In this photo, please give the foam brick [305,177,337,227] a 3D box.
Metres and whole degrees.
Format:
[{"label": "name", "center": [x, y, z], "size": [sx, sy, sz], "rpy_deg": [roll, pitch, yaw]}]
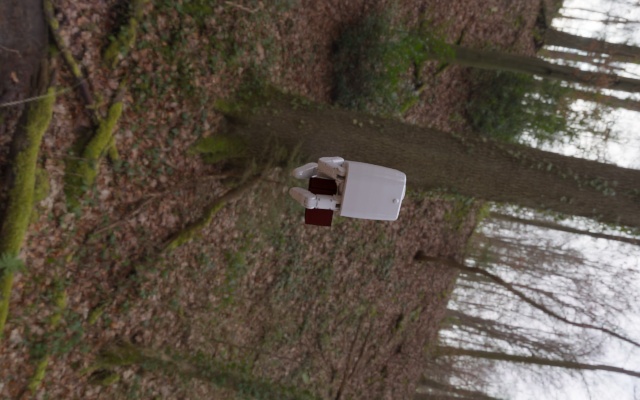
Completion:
[{"label": "foam brick", "center": [0.000, 0.003, 0.899], "size": [0.051, 0.078, 0.053], "rpy_deg": [7, 25, -5]}]
